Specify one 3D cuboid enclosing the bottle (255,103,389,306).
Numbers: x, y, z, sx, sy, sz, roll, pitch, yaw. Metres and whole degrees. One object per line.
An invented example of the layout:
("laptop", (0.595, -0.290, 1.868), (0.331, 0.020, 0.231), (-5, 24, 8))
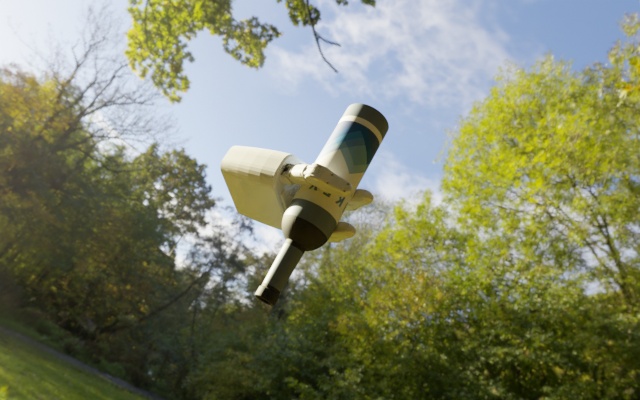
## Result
("bottle", (0.000, 0.002, 0.627), (0.069, 0.295, 0.069), (25, -23, 11))
